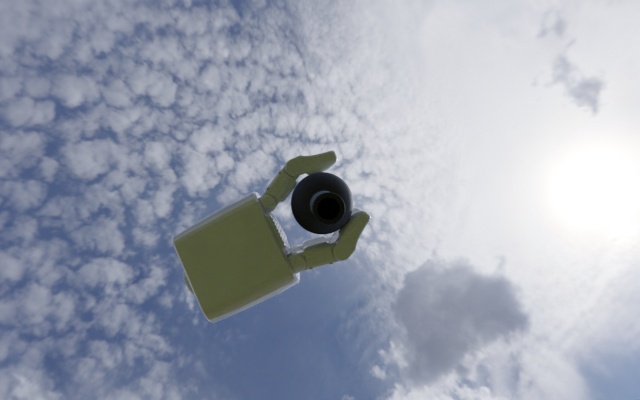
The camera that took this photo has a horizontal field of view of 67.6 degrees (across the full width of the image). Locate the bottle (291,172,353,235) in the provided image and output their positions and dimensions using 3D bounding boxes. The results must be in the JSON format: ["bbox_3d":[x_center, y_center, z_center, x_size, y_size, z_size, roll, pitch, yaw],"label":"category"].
[{"bbox_3d":[0.000,0.002,0.542,0.069,0.069,0.295,0,2,-3],"label":"bottle"}]
